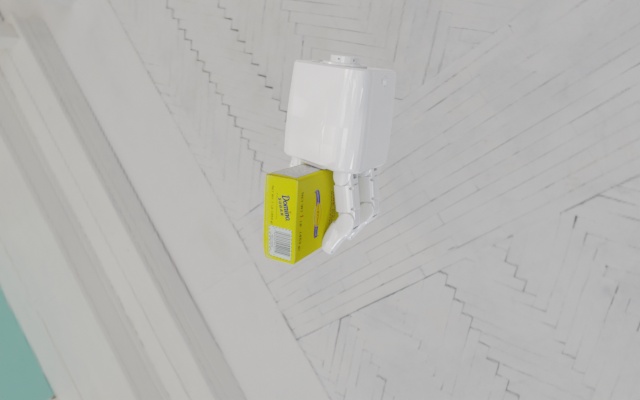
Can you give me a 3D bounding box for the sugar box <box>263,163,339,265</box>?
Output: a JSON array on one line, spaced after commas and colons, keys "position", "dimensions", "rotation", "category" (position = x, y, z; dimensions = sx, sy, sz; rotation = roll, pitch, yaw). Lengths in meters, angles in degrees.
[{"position": [0.001, 0.002, 0.558], "dimensions": [0.048, 0.093, 0.176], "rotation": [13, 19, 28], "category": "sugar box"}]
